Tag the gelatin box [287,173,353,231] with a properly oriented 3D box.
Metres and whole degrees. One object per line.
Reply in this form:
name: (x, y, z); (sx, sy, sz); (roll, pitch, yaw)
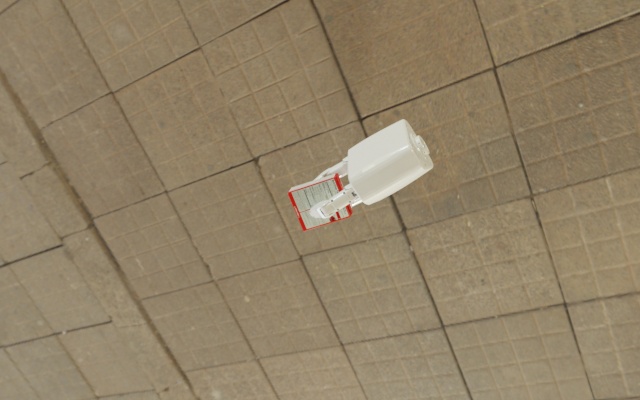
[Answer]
gelatin box: (0.000, 0.003, 0.789); (0.089, 0.073, 0.030); (-18, 16, 15)
